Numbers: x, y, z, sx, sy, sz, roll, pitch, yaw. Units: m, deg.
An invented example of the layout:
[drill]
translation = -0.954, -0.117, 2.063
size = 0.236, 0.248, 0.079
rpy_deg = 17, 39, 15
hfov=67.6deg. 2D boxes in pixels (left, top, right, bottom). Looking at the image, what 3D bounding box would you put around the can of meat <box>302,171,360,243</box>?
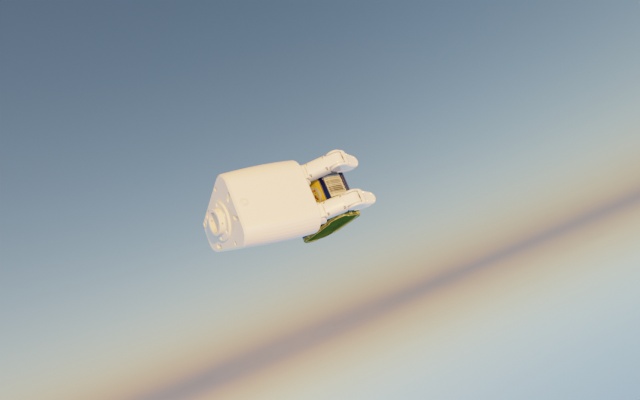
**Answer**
[can of meat]
translation = 0.000, 0.003, 0.665
size = 0.057, 0.084, 0.102
rpy_deg = -11, -19, -38
